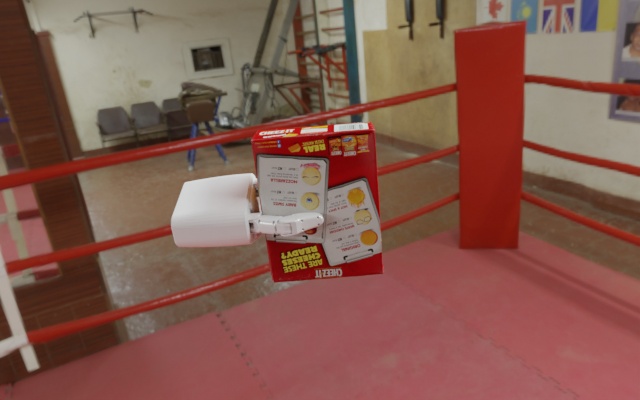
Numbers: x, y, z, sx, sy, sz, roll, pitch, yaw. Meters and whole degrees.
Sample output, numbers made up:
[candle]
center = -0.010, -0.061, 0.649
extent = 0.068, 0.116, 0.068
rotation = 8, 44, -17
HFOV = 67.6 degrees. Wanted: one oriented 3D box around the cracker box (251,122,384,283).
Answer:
[cracker box]
center = 0.000, 0.002, 0.678
extent = 0.164, 0.214, 0.072
rotation = -5, 21, 3
